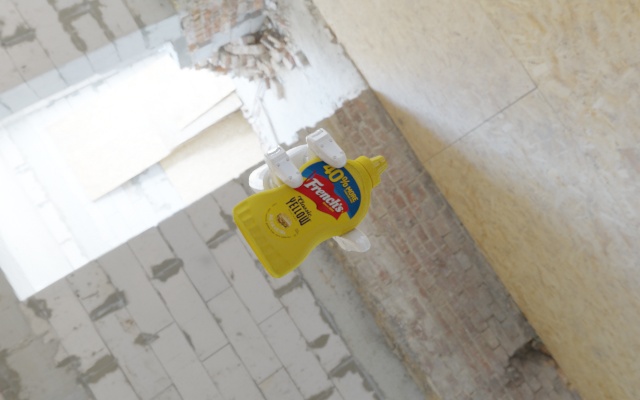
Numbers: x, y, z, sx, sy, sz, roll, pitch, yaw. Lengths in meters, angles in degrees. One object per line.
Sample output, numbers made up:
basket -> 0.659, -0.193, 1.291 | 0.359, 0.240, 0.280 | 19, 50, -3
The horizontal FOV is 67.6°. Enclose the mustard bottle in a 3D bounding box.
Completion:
mustard bottle -> 0.000, 0.002, 0.564 | 0.191, 0.096, 0.058 | -33, -12, -16
